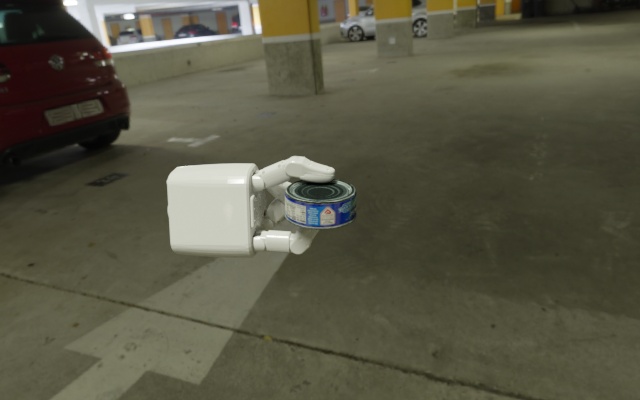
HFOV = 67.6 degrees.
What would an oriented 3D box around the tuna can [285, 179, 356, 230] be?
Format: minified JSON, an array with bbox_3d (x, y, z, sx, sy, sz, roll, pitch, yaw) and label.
[{"bbox_3d":[0.000,0.001,0.567,0.086,0.034,0.086,0,22,0],"label":"tuna can"}]
